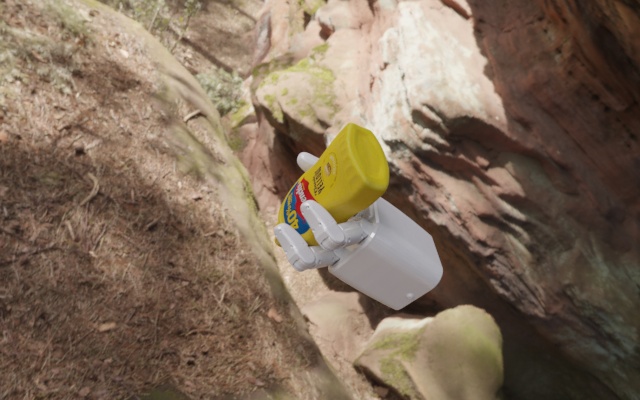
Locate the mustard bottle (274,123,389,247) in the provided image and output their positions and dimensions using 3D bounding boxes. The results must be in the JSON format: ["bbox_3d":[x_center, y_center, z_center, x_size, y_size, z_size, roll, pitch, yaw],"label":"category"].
[{"bbox_3d":[0.000,0.002,0.573,0.058,0.096,0.192,16,-43,-32],"label":"mustard bottle"}]
